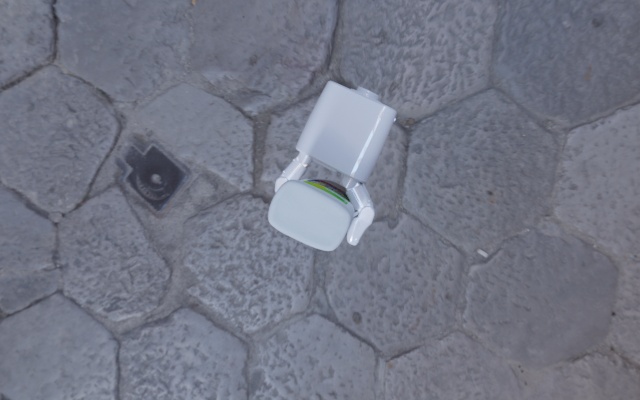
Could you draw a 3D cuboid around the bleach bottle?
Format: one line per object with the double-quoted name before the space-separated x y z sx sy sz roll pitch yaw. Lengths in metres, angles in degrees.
"bleach bottle" 0.000 0.002 0.693 0.102 0.068 0.251 27 10 1
